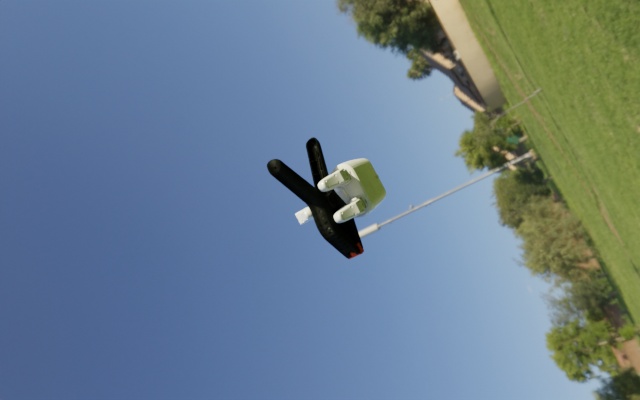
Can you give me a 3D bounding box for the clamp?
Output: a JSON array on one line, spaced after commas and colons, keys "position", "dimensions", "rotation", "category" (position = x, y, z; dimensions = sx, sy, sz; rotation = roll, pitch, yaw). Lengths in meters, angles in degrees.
[{"position": [0.000, 0.003, 0.757], "dimensions": [0.036, 0.210, 0.164], "rotation": [-28, 0, 30], "category": "clamp"}]
